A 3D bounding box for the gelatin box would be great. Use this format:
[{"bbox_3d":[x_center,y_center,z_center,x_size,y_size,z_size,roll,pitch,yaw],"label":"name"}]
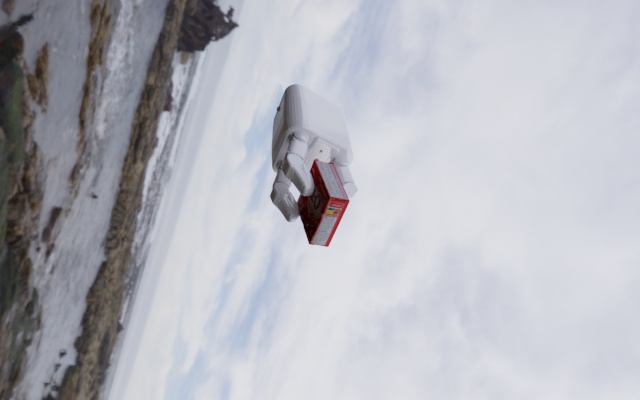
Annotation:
[{"bbox_3d":[0.001,0.002,0.600,0.030,0.073,0.089,10,33,-23],"label":"gelatin box"}]
